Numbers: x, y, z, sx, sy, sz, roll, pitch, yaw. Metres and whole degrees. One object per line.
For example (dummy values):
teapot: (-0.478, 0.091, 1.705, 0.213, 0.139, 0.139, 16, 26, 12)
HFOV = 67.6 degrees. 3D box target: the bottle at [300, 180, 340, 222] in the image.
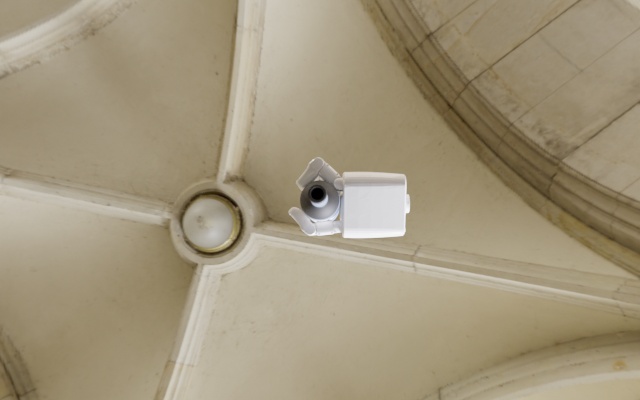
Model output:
bottle: (0.000, 0.003, 0.825, 0.069, 0.069, 0.296, 0, -5, 2)
